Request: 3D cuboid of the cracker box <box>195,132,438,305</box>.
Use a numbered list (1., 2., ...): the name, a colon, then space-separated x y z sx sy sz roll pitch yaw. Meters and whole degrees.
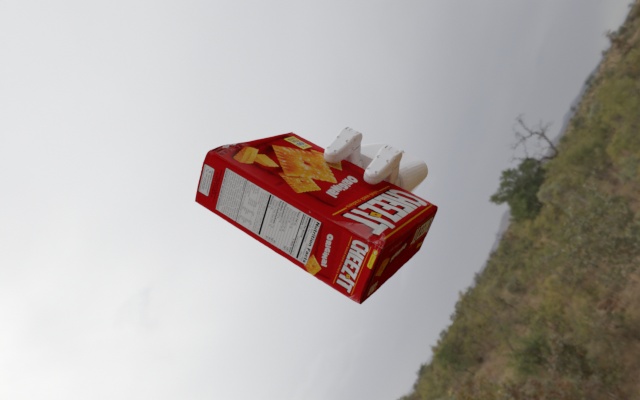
1. cracker box: 0.000 0.002 0.524 0.213 0.072 0.164 29 26 22
